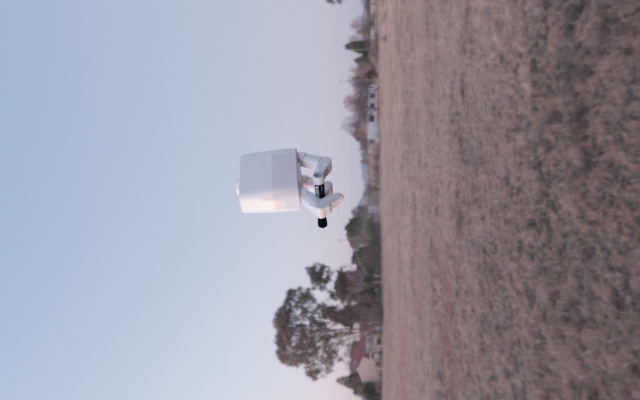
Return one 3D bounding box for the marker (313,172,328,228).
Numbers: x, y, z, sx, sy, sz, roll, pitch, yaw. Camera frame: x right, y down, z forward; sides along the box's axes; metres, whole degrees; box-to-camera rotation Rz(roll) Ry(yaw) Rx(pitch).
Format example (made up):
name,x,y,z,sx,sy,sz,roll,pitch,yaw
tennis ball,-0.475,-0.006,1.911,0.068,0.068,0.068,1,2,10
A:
name,x,y,z,sx,sy,sz,roll,pitch,yaw
marker,0.000,0.003,0.839,0.020,0.121,0.020,-3,41,3
